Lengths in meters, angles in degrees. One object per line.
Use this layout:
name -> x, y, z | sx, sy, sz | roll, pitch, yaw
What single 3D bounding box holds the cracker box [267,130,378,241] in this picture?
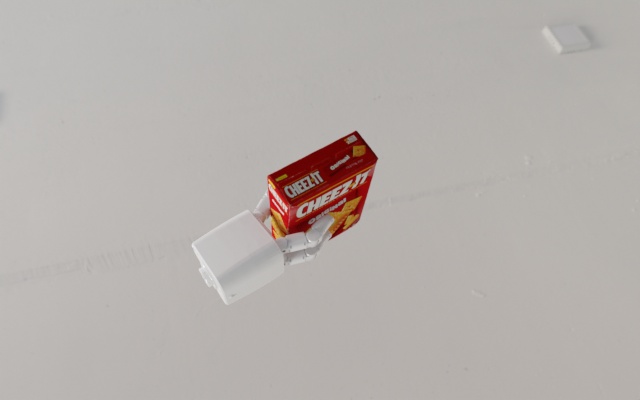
cracker box -> 0.000, 0.003, 0.798 | 0.164, 0.072, 0.214 | -29, -23, -19
